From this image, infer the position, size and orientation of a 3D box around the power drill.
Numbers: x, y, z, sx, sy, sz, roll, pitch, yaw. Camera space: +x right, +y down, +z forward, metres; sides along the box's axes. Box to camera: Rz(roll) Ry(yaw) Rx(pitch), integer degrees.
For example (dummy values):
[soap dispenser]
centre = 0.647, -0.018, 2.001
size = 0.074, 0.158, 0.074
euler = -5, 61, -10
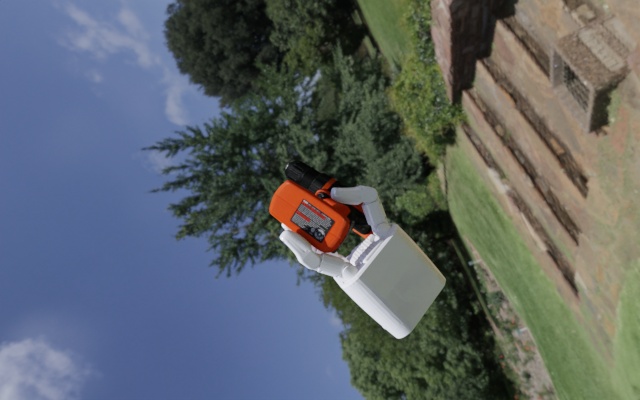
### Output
[power drill]
centre = 0.000, 0.002, 0.682
size = 0.184, 0.057, 0.187
euler = 33, 16, 12
